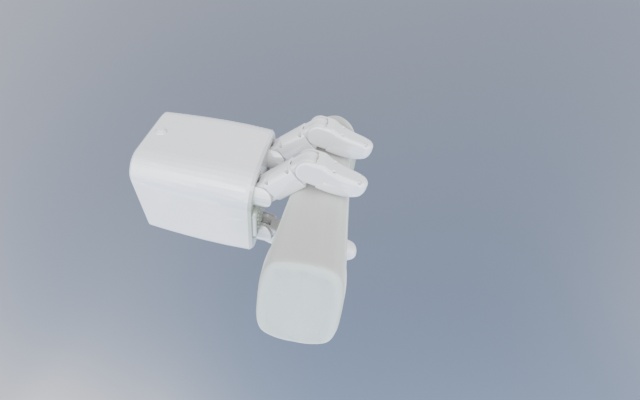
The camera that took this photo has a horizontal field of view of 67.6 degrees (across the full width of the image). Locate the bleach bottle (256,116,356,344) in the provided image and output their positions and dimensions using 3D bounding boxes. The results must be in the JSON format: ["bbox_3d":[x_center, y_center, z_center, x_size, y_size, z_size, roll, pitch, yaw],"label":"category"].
[{"bbox_3d":[0.000,0.001,0.458,0.068,0.103,0.250,11,41,1],"label":"bleach bottle"}]
